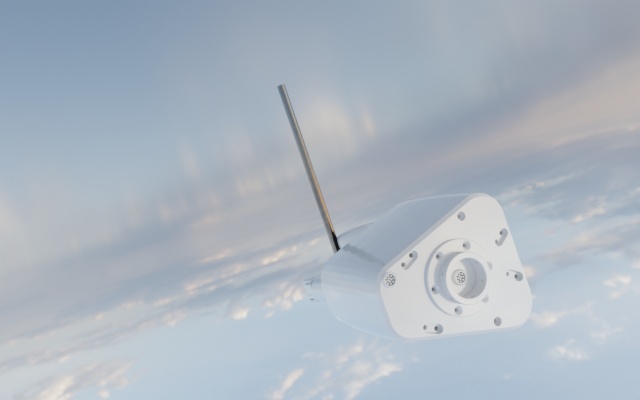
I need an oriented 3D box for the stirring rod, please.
[{"bbox_3d":[0.000,0.001,0.467,0.011,0.239,0.011,-19,0,0],"label":"stirring rod"}]
